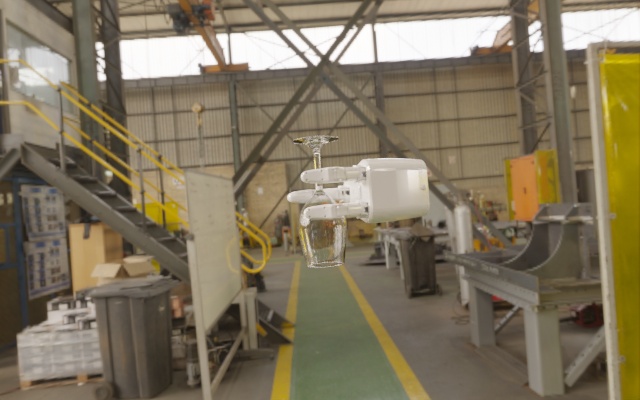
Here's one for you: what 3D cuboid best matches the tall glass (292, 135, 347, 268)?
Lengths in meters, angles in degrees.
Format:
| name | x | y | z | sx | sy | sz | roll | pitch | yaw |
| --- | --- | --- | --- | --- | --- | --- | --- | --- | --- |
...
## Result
| name | x | y | z | sx | sy | sz | roll | pitch | yaw |
| --- | --- | --- | --- | --- | --- | --- | --- | --- | --- |
| tall glass | 0.000 | 0.002 | 0.756 | 0.079 | 0.201 | 0.079 | -4 | -1 | 0 |
